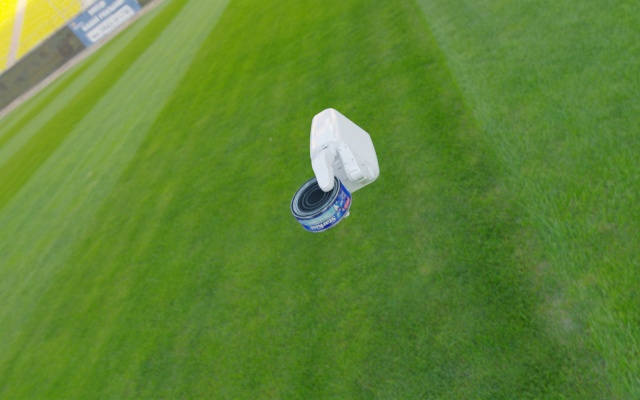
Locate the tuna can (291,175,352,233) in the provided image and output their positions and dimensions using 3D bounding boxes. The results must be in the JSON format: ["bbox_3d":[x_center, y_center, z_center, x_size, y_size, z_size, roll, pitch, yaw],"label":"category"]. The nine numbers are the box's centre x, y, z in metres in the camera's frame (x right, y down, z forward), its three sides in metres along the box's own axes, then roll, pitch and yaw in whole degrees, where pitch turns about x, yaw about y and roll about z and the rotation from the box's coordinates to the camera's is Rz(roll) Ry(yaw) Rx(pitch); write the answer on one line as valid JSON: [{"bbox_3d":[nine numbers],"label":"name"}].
[{"bbox_3d":[0.000,0.002,0.688,0.086,0.086,0.034,0,-39,41],"label":"tuna can"}]
